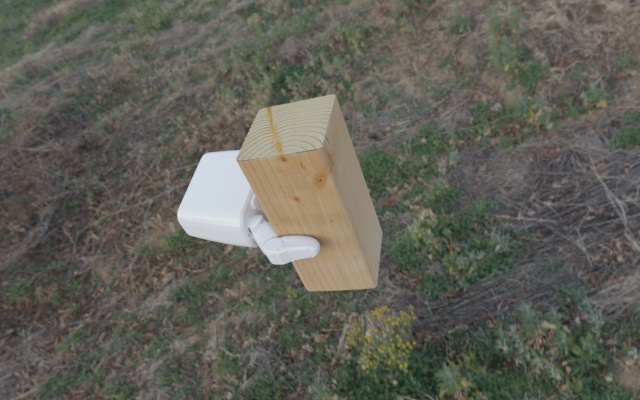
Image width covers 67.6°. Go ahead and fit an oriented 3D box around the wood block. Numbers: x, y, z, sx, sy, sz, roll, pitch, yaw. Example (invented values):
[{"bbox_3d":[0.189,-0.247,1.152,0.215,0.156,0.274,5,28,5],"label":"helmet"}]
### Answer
[{"bbox_3d":[0.000,0.002,0.527,0.090,0.206,0.090,-6,42,20],"label":"wood block"}]
